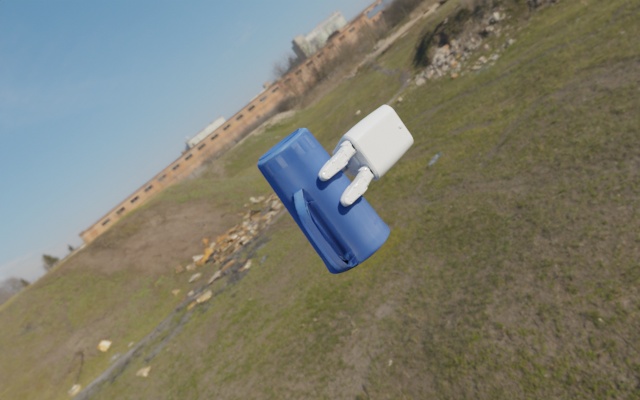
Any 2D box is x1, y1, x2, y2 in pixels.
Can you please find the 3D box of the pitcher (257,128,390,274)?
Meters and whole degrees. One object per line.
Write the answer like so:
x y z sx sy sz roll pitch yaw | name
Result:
0.000 0.003 0.825 0.145 0.243 0.149 -42 12 -19 | pitcher
